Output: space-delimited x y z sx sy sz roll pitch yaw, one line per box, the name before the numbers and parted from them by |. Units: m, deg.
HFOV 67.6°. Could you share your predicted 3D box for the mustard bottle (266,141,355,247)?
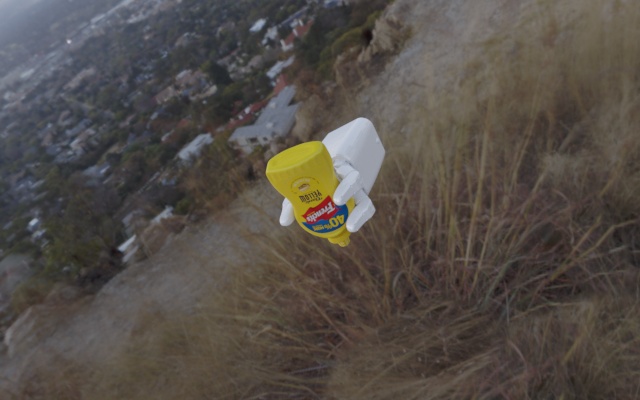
mustard bottle | 0.000 0.002 0.747 0.096 0.192 0.058 -20 36 16
